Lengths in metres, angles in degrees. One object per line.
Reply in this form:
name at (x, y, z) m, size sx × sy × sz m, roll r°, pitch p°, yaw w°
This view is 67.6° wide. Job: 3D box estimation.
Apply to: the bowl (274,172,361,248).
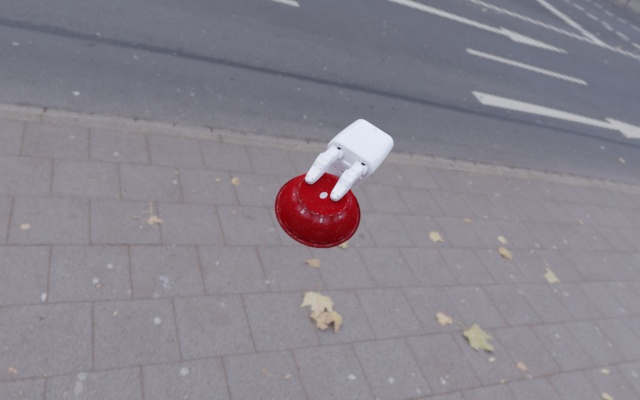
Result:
bowl at (0.000, 0.004, 0.858) m, size 0.162 × 0.162 × 0.055 m, roll 0°, pitch -32°, yaw -12°
